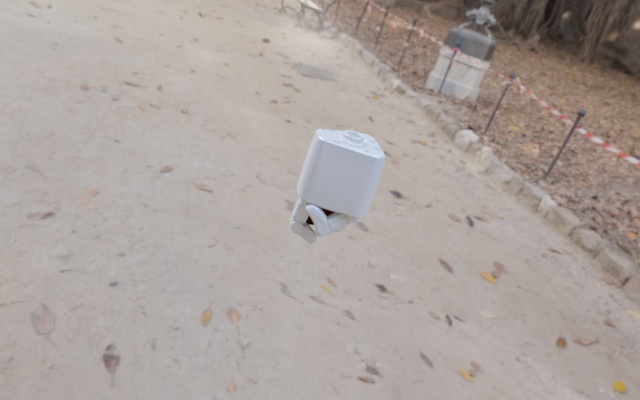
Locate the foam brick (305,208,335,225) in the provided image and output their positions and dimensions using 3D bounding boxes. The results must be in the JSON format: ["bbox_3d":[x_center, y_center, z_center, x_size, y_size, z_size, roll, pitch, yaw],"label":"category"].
[{"bbox_3d":[0.000,0.003,0.813,0.053,0.051,0.078,9,28,-15],"label":"foam brick"}]
